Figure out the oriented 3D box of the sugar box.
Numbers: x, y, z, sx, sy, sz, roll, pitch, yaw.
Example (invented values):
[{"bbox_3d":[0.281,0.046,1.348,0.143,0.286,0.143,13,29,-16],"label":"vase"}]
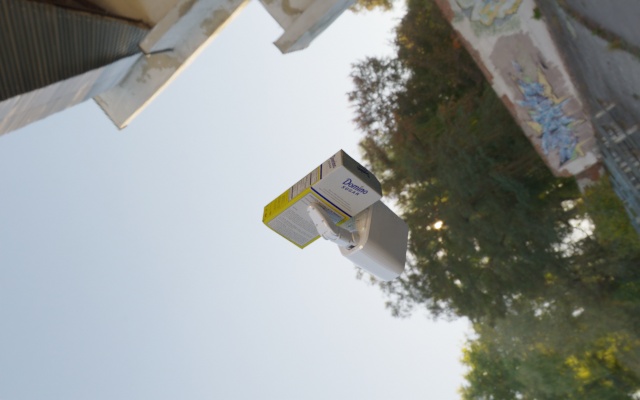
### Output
[{"bbox_3d":[0.000,0.002,0.745,0.176,0.048,0.093,-36,-55,28],"label":"sugar box"}]
